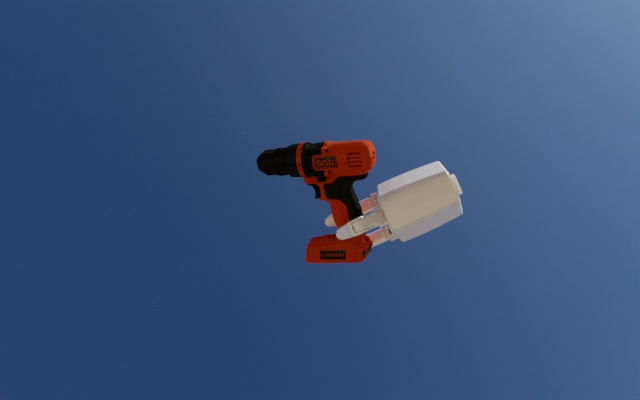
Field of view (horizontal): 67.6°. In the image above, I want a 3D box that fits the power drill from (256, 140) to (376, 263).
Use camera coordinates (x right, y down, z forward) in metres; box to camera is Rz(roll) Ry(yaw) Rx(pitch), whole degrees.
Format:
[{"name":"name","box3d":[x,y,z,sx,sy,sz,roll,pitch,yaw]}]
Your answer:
[{"name":"power drill","box3d":[0.000,0.003,0.729,0.184,0.188,0.057,-2,21,22]}]
